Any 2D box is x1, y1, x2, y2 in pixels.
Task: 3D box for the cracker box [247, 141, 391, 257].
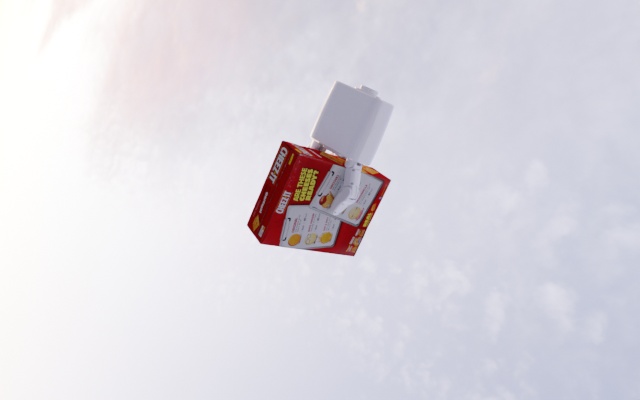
[{"bbox_3d":[0.000,0.003,0.832,0.214,0.164,0.072,13,19,-39],"label":"cracker box"}]
